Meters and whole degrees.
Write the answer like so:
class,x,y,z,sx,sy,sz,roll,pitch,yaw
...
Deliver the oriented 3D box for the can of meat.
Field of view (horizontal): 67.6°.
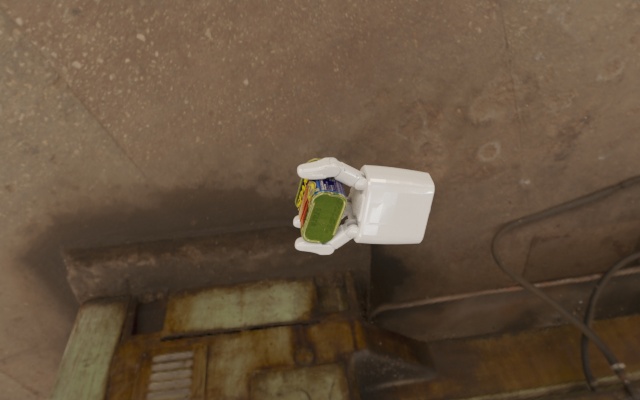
class,x,y,z,sx,sy,sz,roll,pitch,yaw
can of meat,0.000,0.002,0.721,0.057,0.102,0.084,7,38,-15
